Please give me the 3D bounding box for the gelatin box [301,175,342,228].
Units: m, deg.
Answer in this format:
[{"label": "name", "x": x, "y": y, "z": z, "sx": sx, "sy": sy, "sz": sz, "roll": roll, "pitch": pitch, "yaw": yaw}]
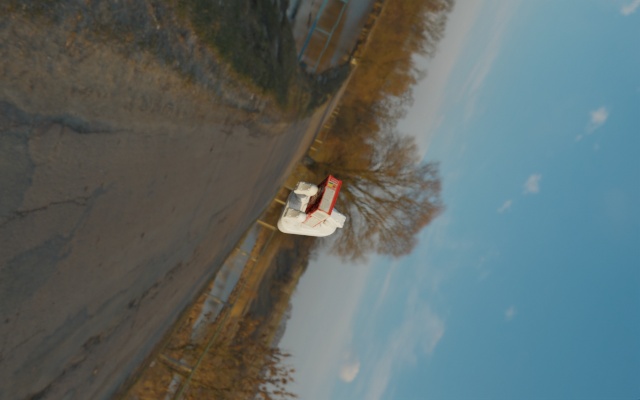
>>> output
[{"label": "gelatin box", "x": 0.001, "y": 0.003, "z": 0.874, "sx": 0.030, "sy": 0.073, "sz": 0.089, "roll": 26, "pitch": -25, "yaw": -14}]
